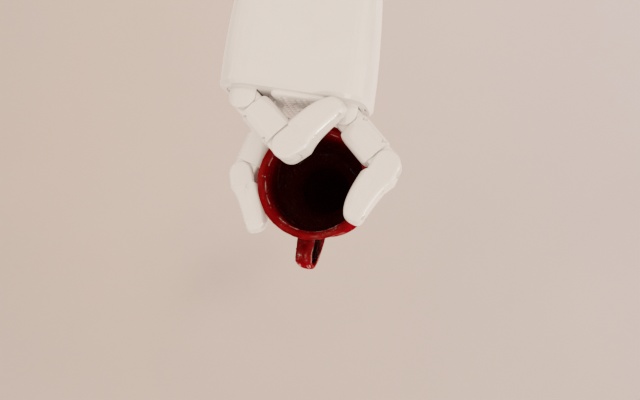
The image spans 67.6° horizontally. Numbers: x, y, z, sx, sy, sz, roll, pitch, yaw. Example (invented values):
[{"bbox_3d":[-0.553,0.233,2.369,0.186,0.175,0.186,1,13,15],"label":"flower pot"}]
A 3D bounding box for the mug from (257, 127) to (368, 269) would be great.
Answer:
[{"bbox_3d":[0.000,0.003,0.414,0.093,0.117,0.081,7,-6,12],"label":"mug"}]
